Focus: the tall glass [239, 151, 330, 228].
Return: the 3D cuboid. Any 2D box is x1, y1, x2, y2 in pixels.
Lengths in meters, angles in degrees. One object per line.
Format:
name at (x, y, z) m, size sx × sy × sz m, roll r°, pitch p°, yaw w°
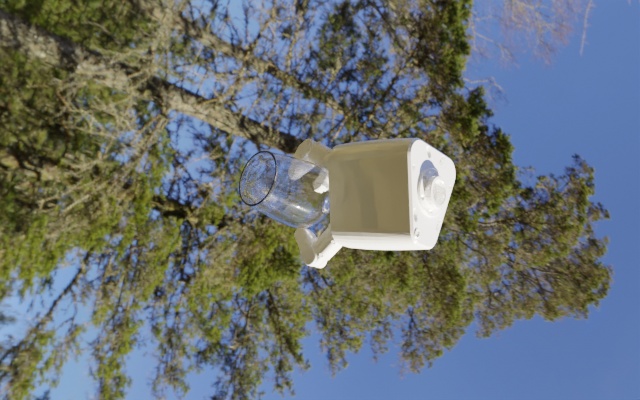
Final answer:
tall glass at (0.000, 0.002, 0.574) m, size 0.079 × 0.079 × 0.201 m, roll 0°, pitch -15°, yaw 45°
